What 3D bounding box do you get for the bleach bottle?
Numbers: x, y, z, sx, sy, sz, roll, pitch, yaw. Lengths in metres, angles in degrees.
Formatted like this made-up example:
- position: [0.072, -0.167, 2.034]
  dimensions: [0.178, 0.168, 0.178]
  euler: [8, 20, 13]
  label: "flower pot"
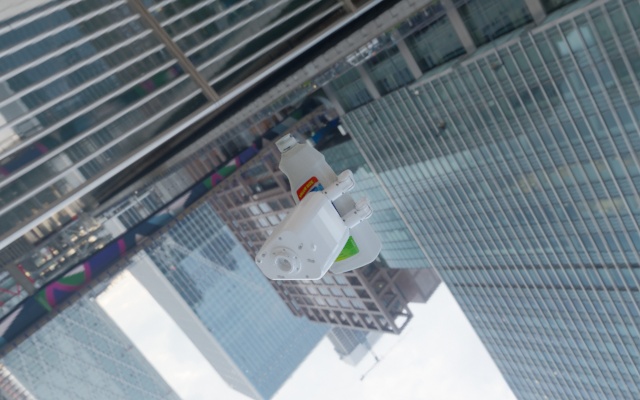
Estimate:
- position: [0.000, 0.003, 0.810]
  dimensions: [0.102, 0.251, 0.068]
  euler: [-24, 18, 35]
  label: "bleach bottle"
